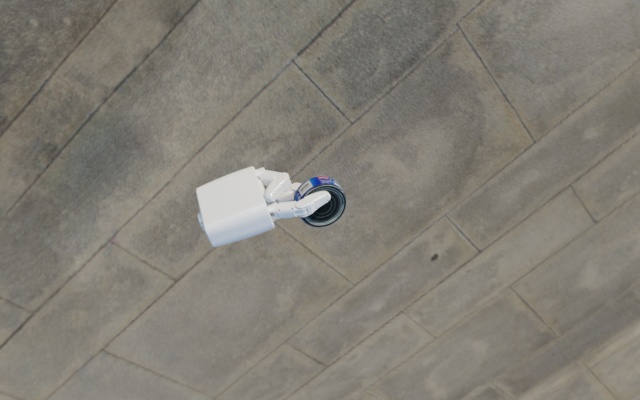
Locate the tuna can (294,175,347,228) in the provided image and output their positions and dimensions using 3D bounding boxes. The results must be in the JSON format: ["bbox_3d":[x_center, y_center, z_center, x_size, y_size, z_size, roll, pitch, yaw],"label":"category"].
[{"bbox_3d":[0.000,0.003,0.808,0.086,0.086,0.033,0,29,-20],"label":"tuna can"}]
